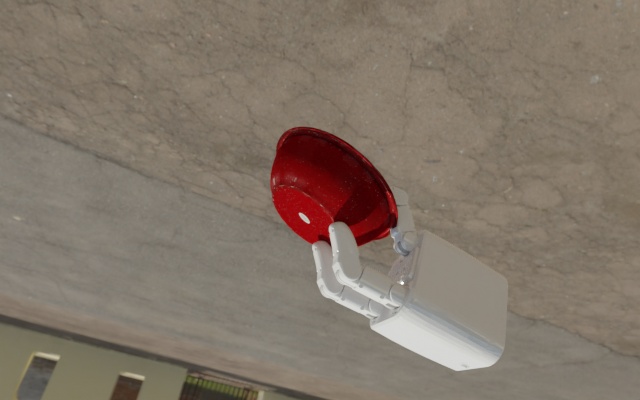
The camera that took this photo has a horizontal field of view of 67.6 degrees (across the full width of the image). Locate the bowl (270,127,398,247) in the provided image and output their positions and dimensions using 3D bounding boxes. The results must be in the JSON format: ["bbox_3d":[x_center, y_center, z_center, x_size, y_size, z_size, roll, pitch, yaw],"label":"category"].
[{"bbox_3d":[-0.001,0.001,0.514,0.162,0.162,0.055,0,41,51],"label":"bowl"}]
